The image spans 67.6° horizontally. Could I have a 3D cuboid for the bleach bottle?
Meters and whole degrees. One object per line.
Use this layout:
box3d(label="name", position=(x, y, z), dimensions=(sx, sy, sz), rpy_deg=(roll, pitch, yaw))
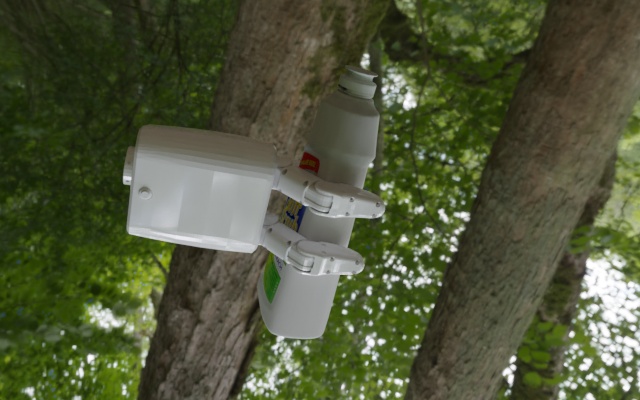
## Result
box3d(label="bleach bottle", position=(0.000, 0.002, 0.444), dimensions=(0.068, 0.251, 0.102), rpy_deg=(9, 24, -16))
